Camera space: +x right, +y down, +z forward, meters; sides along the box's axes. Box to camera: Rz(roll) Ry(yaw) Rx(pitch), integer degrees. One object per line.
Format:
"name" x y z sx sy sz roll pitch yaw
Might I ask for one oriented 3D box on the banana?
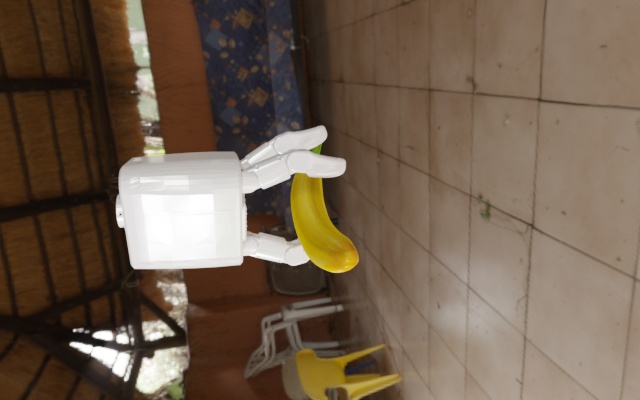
"banana" -0.004 0.015 0.472 0.037 0.070 0.197 2 36 -15
